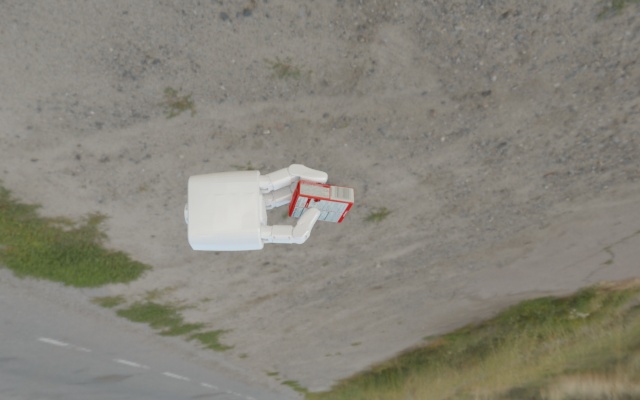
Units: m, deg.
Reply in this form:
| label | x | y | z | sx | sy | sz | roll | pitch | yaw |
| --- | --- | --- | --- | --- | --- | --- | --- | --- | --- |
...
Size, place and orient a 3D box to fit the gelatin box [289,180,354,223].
| label | x | y | z | sx | sy | sz | roll | pitch | yaw |
| --- | --- | --- | --- | --- | --- | --- | --- | --- | --- |
| gelatin box | 0.000 | 0.003 | 0.739 | 0.089 | 0.030 | 0.073 | 8 | -29 | -10 |
